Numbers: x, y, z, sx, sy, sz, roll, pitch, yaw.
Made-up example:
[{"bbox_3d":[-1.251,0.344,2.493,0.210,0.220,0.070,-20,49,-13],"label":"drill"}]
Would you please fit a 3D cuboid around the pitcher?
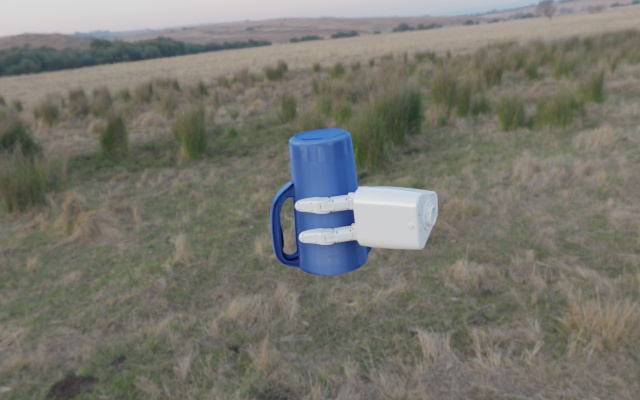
[{"bbox_3d":[0.000,0.003,0.847,0.145,0.243,0.149,5,21,31],"label":"pitcher"}]
